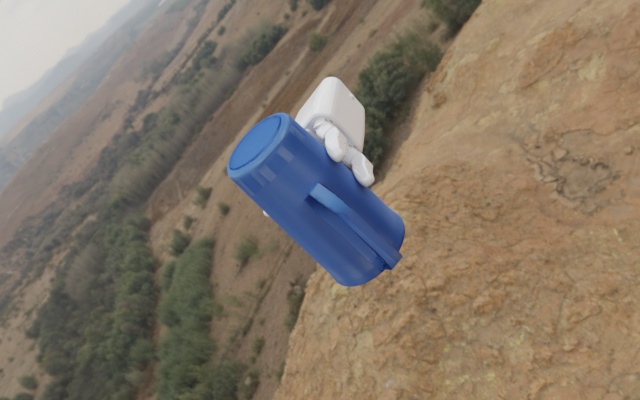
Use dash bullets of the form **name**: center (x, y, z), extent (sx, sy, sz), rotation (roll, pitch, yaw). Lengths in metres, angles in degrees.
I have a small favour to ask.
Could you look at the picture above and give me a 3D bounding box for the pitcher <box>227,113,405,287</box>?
- **pitcher**: center (0.000, 0.002, 0.637), extent (0.149, 0.145, 0.243), rotation (-26, -55, 34)
